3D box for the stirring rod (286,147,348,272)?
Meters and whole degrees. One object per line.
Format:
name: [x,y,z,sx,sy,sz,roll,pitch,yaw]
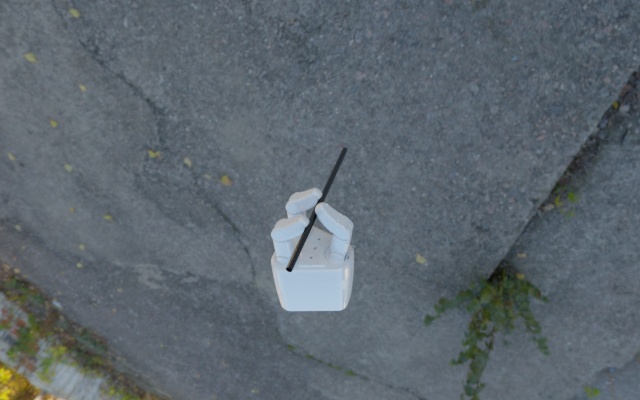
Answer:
stirring rod: [0.000,0.002,0.641,0.011,0.011,0.239,0,41,24]
